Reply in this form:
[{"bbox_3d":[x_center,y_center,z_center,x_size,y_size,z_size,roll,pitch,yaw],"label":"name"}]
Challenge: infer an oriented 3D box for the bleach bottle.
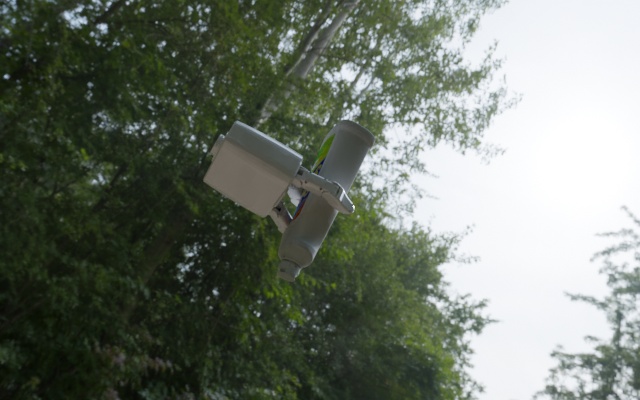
[{"bbox_3d":[0.000,0.002,0.715,0.068,0.250,0.102,30,-28,-11],"label":"bleach bottle"}]
